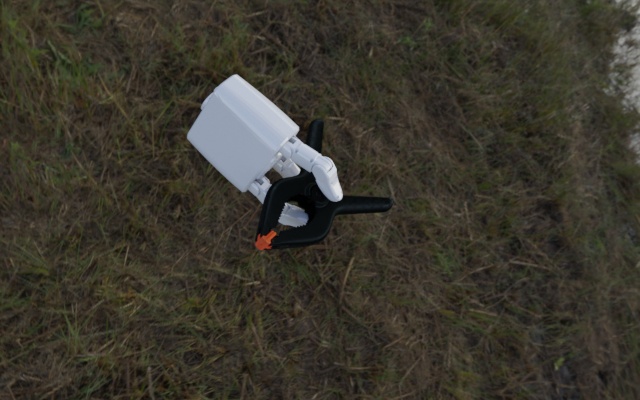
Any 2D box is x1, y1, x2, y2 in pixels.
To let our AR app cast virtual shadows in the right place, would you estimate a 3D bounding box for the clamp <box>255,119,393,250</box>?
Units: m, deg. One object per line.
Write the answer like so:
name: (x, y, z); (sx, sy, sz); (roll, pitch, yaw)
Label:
clamp: (0.000, 0.002, 0.623); (0.210, 0.164, 0.036); (-50, 5, -36)
